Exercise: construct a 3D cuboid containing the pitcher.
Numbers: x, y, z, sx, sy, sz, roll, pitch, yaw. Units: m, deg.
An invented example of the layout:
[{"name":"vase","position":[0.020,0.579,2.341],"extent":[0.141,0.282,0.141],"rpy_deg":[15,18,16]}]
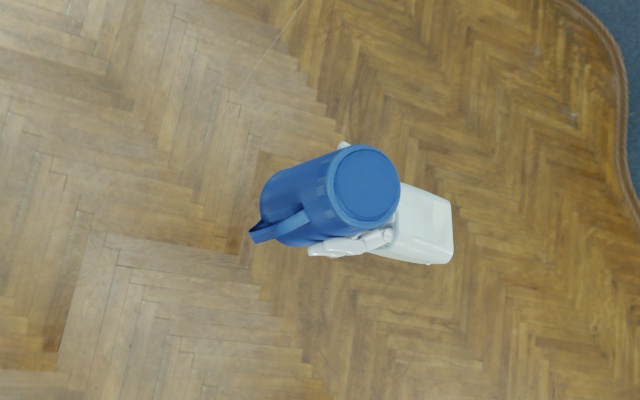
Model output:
[{"name":"pitcher","position":[0.000,0.002,0.691],"extent":[0.145,0.149,0.243],"rpy_deg":[18,-14,-21]}]
